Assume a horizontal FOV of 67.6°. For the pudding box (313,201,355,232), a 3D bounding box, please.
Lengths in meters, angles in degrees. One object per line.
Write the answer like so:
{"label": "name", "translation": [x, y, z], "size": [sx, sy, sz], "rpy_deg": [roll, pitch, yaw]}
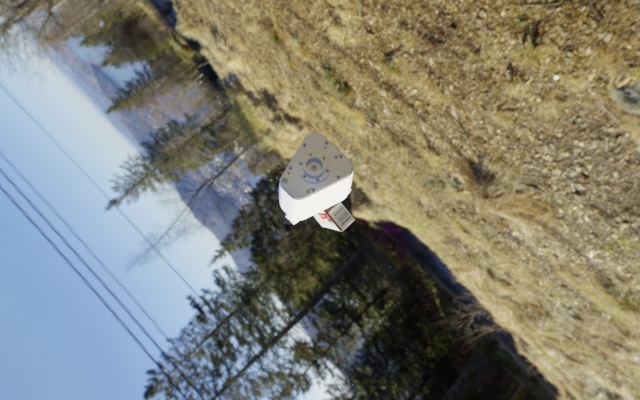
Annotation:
{"label": "pudding box", "translation": [0.000, 0.003, 0.875], "size": [0.039, 0.113, 0.090], "rpy_deg": [-43, 17, -15]}
